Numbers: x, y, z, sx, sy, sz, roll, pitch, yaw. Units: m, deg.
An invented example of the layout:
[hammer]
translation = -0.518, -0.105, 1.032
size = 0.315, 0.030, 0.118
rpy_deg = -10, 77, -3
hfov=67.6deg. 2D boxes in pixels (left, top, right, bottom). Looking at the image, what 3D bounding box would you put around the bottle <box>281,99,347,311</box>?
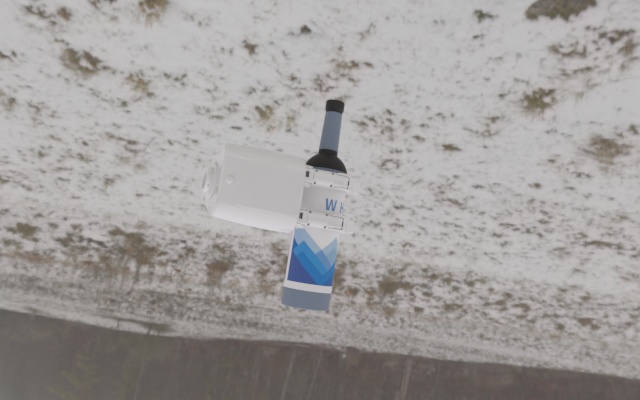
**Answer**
[bottle]
translation = 0.000, 0.002, 0.675
size = 0.069, 0.295, 0.069
rpy_deg = 8, -7, 1
